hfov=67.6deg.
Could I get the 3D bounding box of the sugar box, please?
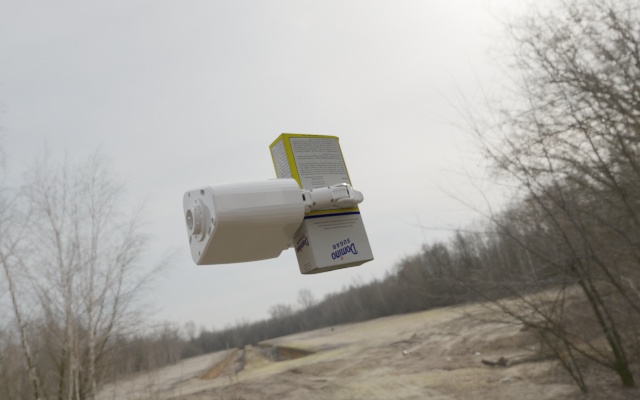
[{"bbox_3d":[0.000,0.002,0.611,0.093,0.176,0.048,-3,-17,-36],"label":"sugar box"}]
